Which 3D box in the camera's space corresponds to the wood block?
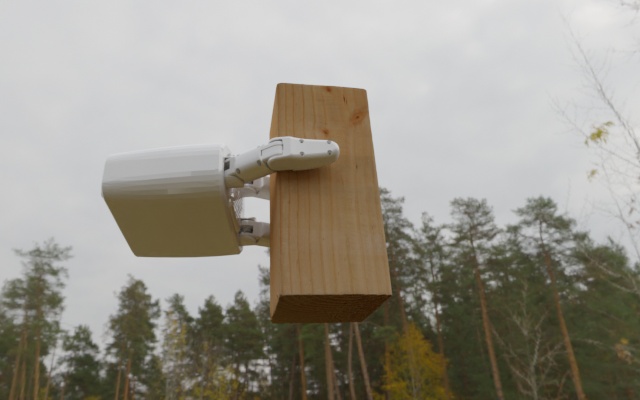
[{"bbox_3d":[0.000,0.001,0.446,0.090,0.206,0.091,2,-27,-11],"label":"wood block"}]
